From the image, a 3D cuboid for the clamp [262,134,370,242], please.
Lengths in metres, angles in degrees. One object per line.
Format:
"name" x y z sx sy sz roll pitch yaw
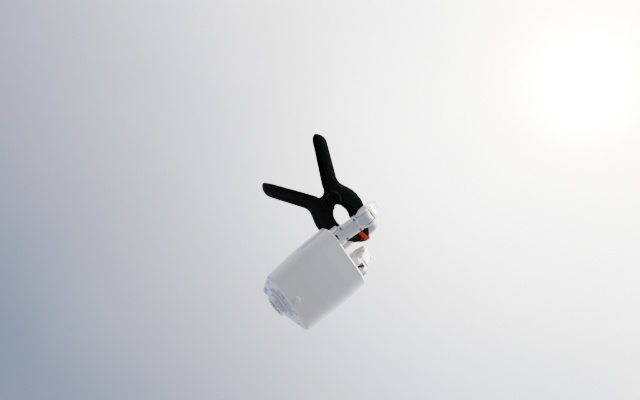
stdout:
"clamp" 0.000 0.002 0.691 0.120 0.171 0.039 -36 5 -13
